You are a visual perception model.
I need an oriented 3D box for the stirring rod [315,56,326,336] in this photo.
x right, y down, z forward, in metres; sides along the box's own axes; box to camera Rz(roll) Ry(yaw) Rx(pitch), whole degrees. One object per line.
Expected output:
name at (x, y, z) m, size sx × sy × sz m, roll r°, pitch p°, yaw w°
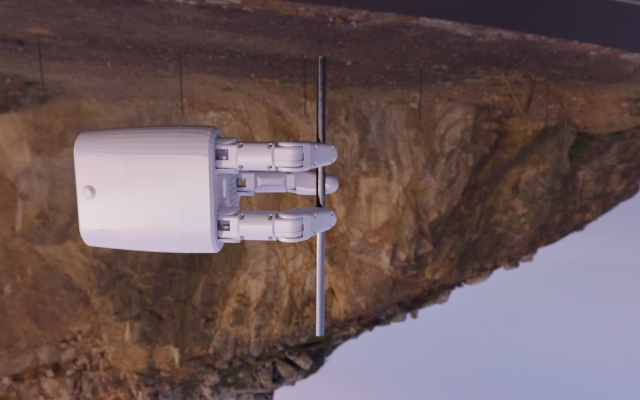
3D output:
stirring rod at (0.000, 0.001, 0.410) m, size 0.011 × 0.239 × 0.011 m, roll 0°, pitch 9°, yaw 0°
